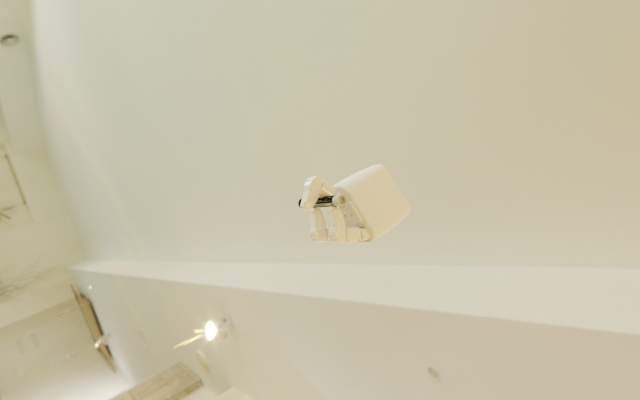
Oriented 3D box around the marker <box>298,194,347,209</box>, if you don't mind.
[{"bbox_3d":[0.000,0.003,0.798,0.020,0.020,0.121,0,-3,-35],"label":"marker"}]
